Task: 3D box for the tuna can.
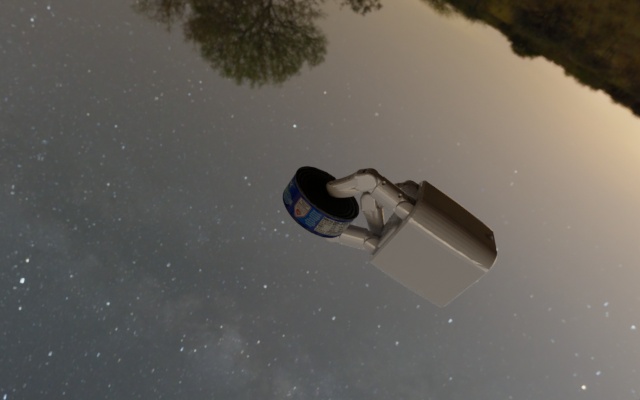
[{"bbox_3d":[0.000,0.002,0.547,0.086,0.086,0.034,0,-44,-49],"label":"tuna can"}]
